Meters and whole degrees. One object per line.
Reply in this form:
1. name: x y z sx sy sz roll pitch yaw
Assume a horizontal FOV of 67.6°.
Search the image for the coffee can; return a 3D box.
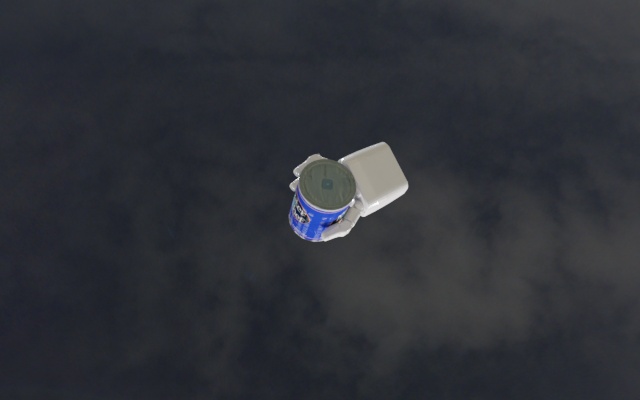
1. coffee can: 0.000 0.003 0.888 0.103 0.102 0.140 0 -27 -12
